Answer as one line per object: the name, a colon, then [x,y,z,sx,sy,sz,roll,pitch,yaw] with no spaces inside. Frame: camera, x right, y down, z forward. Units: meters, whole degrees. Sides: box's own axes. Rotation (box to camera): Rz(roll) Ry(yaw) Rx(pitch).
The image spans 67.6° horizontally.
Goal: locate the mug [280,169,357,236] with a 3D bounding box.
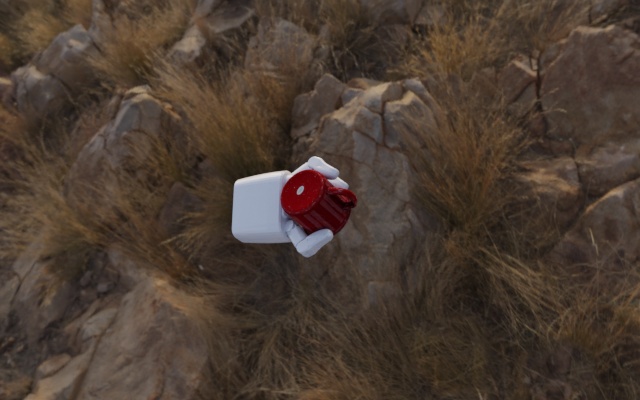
mug: [0.001,0.002,0.750,0.117,0.093,0.081,-7,-30,30]
